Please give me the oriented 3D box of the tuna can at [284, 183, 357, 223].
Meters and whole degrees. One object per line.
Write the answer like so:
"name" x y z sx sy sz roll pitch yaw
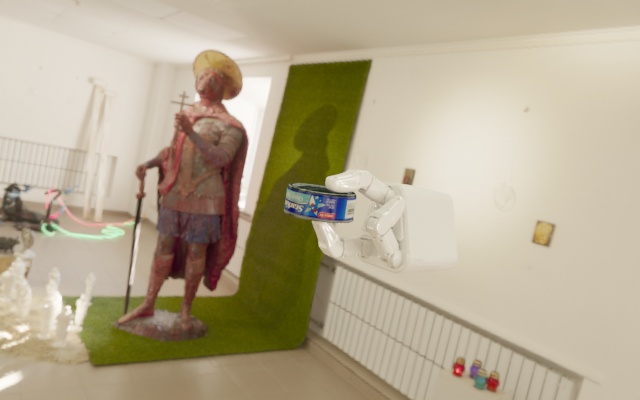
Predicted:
"tuna can" 0.000 0.001 0.577 0.086 0.034 0.086 8 8 -1
